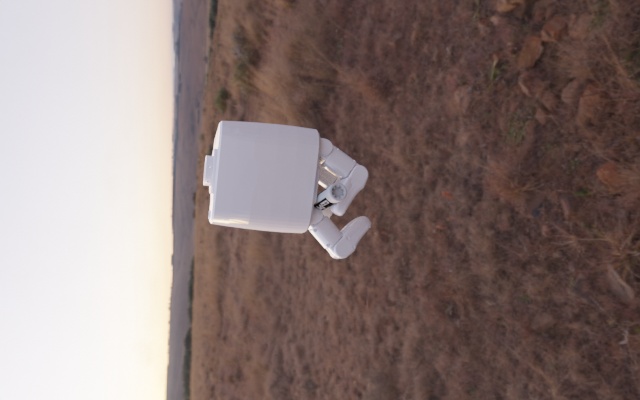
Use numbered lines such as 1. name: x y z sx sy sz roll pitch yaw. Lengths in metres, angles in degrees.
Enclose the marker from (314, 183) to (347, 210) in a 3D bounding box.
1. marker: 0.000 0.002 0.530 0.020 0.020 0.121 0 -10 -17
